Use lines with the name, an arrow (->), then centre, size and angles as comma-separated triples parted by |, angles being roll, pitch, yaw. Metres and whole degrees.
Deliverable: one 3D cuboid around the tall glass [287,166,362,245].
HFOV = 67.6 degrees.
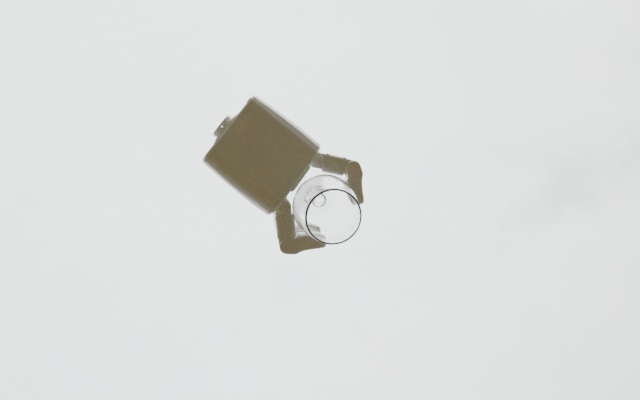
tall glass -> 0.000, 0.002, 0.608 | 0.079, 0.079, 0.201 | 0, 9, -9
